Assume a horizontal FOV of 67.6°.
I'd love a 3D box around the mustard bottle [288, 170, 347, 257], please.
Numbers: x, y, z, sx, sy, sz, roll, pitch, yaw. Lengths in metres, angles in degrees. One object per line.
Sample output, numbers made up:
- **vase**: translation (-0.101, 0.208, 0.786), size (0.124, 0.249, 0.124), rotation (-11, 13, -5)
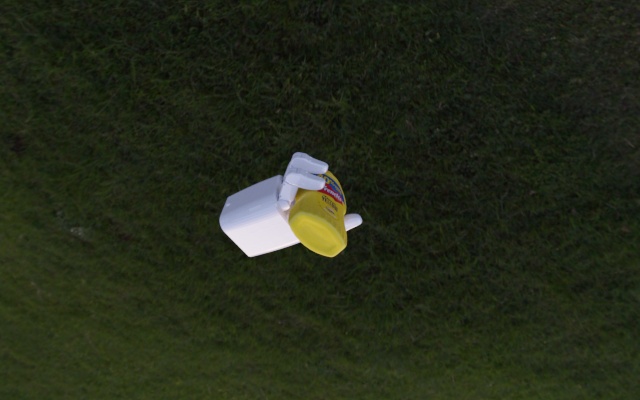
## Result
- **mustard bottle**: translation (0.000, 0.003, 0.781), size (0.096, 0.058, 0.191), rotation (37, 26, -18)
